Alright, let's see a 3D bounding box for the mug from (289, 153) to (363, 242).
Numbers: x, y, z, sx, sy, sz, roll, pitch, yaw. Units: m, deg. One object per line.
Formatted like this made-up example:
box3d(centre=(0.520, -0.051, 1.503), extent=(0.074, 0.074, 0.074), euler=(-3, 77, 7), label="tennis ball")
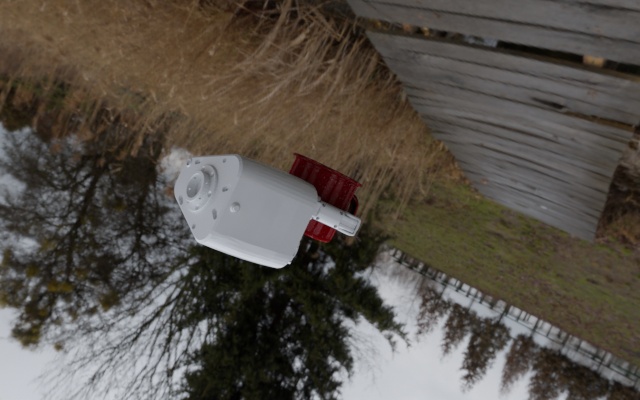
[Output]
box3d(centre=(0.001, 0.003, 0.588), extent=(0.117, 0.081, 0.093), euler=(24, 2, -43), label="mug")
